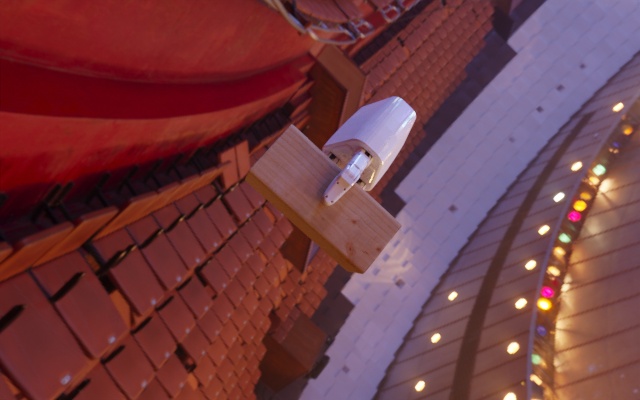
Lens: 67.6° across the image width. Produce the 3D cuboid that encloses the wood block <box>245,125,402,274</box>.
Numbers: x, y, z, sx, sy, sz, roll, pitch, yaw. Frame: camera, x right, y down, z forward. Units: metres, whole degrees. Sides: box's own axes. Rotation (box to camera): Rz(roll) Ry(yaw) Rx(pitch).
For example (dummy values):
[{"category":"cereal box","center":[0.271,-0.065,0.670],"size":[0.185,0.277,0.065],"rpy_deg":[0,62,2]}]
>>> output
[{"category":"wood block","center":[0.001,0.002,0.679],"size":[0.206,0.090,0.091],"rpy_deg":[42,-13,-5]}]
